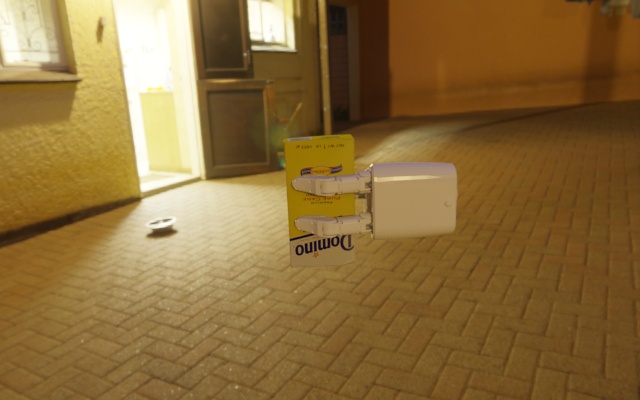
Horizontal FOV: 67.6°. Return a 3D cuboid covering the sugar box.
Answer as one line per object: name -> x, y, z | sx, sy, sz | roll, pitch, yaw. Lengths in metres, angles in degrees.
sugar box -> 0.000, 0.002, 0.648 | 0.093, 0.176, 0.048 | -4, 14, -2
